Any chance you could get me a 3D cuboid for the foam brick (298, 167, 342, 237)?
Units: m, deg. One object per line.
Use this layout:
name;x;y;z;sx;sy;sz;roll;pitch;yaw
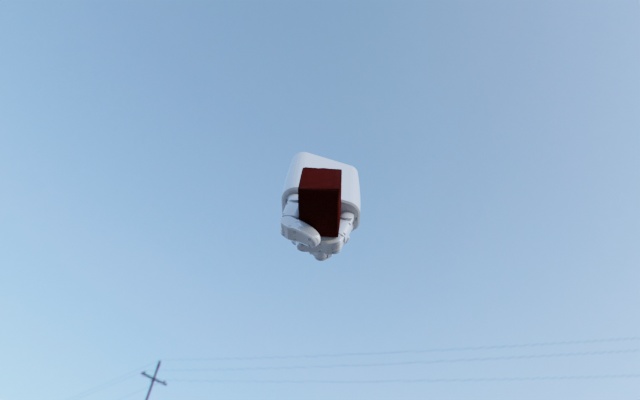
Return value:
foam brick;0.000;0.002;0.621;0.053;0.078;0.051;4;37;5
